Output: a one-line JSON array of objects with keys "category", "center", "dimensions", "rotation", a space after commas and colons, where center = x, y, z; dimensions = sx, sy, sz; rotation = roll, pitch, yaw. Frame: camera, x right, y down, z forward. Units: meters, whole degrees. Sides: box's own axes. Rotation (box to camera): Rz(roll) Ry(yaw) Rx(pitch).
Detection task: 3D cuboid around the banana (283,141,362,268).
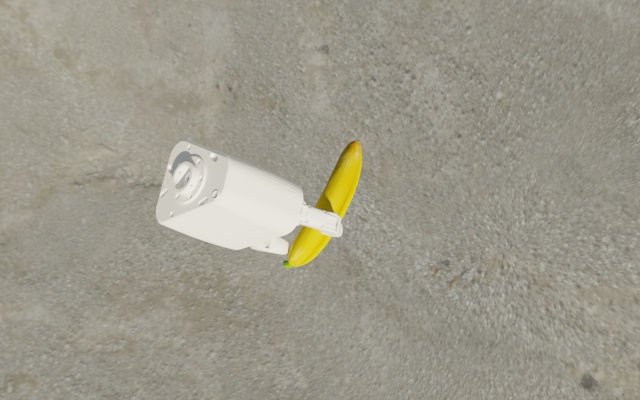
[{"category": "banana", "center": [0.006, 0.010, 0.621], "dimensions": [0.037, 0.198, 0.069], "rotation": [30, 2, -28]}]
